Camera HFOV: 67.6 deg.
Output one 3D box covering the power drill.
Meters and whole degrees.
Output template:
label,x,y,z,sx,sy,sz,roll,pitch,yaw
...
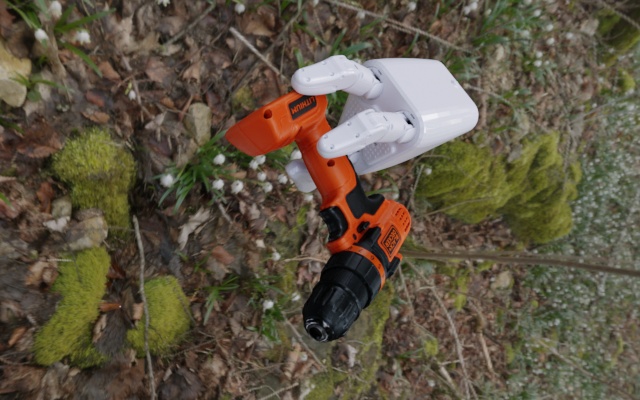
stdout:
label,x,y,z,sx,sy,sz,roll,pitch,yaw
power drill,0.000,0.001,0.414,0.057,0.188,0.184,-23,15,35
